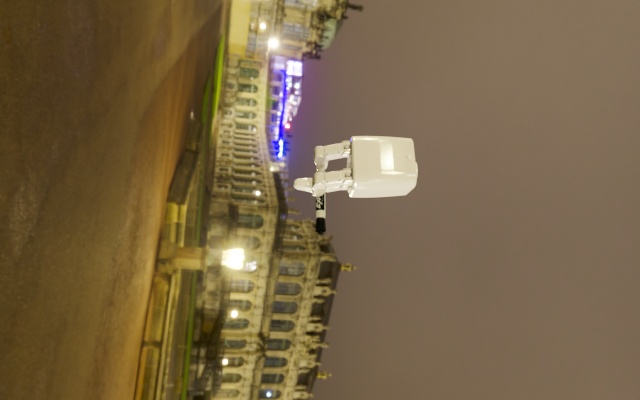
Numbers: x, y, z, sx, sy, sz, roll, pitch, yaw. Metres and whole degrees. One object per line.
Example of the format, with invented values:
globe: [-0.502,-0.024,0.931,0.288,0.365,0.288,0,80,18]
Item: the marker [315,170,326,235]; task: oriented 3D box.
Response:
marker: [0.000,0.003,0.850,0.020,0.121,0.020,0,-24,0]
